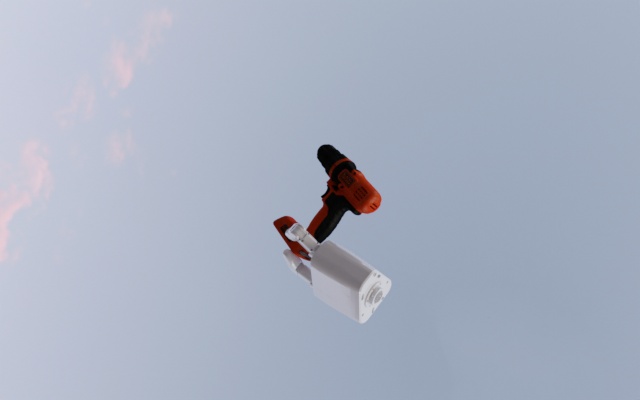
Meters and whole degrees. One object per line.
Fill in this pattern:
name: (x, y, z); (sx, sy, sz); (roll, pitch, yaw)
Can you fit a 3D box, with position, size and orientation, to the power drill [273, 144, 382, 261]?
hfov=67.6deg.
power drill: (0.000, 0.003, 0.875); (0.057, 0.188, 0.184); (32, 15, -47)
